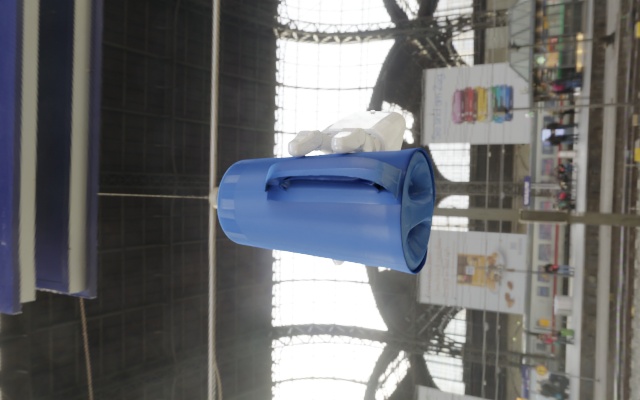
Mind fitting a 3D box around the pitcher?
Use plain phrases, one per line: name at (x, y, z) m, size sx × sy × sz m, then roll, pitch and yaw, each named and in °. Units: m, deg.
pitcher at (0.000, 0.002, 0.549) m, size 0.243 × 0.149 × 0.145 m, roll 2°, pitch 25°, yaw 27°
